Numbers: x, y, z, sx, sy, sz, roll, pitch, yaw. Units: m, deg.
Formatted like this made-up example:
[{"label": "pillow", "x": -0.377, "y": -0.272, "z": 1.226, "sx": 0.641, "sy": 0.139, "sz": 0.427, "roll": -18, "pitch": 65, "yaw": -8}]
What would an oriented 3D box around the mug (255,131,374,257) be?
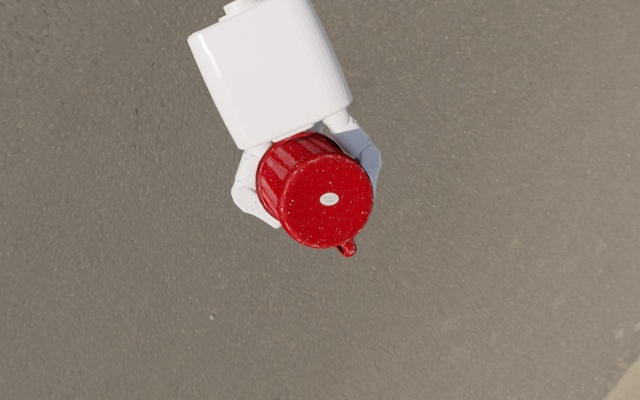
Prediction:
[{"label": "mug", "x": 0.001, "y": 0.003, "z": 0.420, "sx": 0.093, "sy": 0.117, "sz": 0.081, "roll": -28, "pitch": 22, "yaw": -7}]
